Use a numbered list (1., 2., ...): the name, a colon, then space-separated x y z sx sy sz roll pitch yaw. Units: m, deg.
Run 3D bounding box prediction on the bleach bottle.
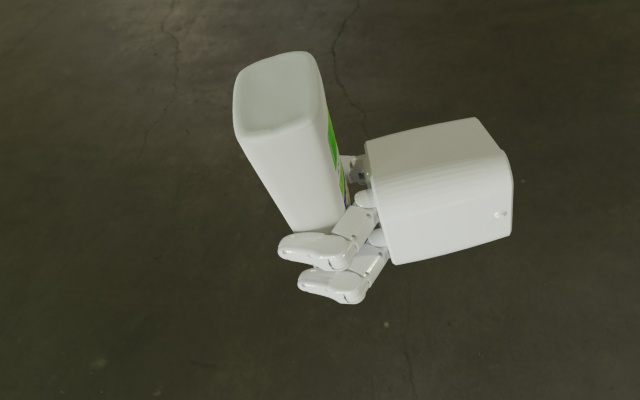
1. bleach bottle: 0.000 0.001 0.432 0.068 0.102 0.251 -14 -42 8
